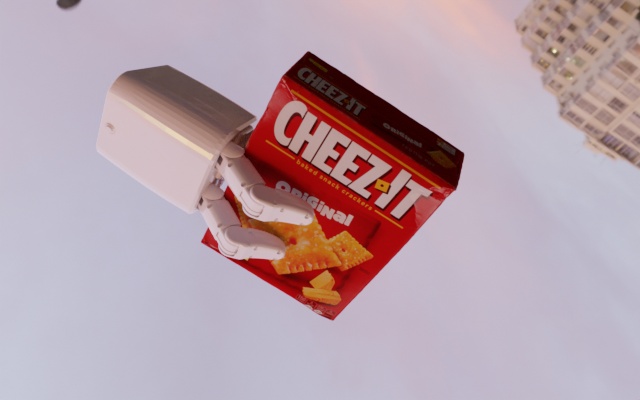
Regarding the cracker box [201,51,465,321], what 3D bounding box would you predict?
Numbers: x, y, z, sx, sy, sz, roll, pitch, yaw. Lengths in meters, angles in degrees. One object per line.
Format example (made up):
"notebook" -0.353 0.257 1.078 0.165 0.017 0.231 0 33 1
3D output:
"cracker box" 0.000 0.001 0.449 0.164 0.214 0.072 32 39 -3
